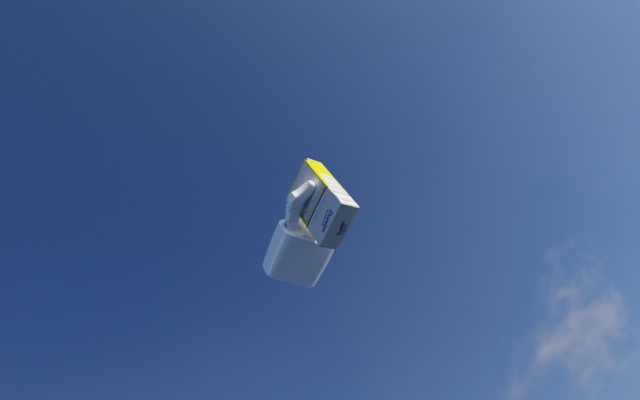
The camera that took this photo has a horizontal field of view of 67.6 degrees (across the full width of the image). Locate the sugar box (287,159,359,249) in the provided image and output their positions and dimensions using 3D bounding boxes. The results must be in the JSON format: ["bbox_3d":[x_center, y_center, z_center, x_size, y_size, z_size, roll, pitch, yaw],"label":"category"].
[{"bbox_3d":[0.000,0.003,0.881,0.048,0.093,0.176,12,25,-34],"label":"sugar box"}]
